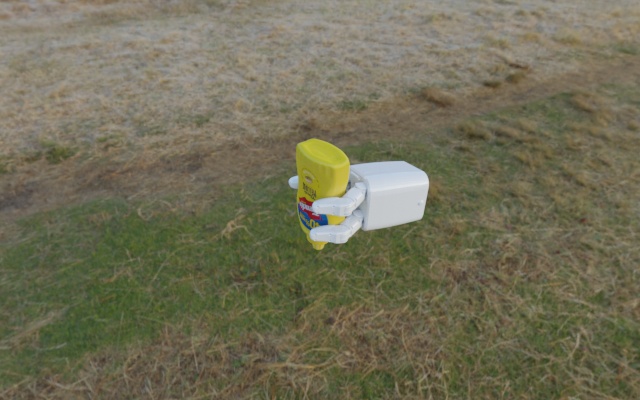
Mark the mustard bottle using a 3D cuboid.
[{"bbox_3d":[0.000,0.002,0.777,0.058,0.192,0.096,-26,44,-33],"label":"mustard bottle"}]
